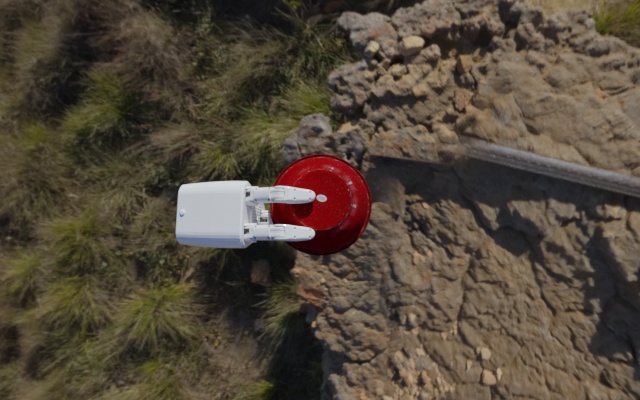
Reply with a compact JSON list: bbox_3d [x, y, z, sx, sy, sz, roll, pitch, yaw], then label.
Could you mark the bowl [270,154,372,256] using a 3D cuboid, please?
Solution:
[{"bbox_3d":[0.001,0.002,0.726,0.162,0.162,0.055,0,-8,0],"label":"bowl"}]
